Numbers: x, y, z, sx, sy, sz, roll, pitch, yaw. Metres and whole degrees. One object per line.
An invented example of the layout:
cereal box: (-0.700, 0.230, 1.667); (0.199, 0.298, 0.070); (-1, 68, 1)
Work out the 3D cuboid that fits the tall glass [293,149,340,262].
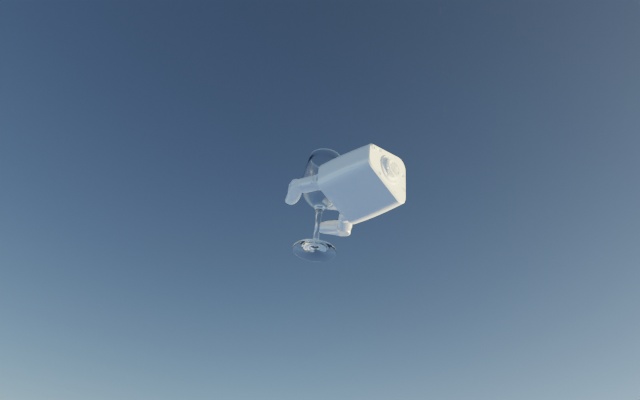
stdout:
tall glass: (0.000, 0.003, 0.850); (0.079, 0.201, 0.079); (4, -35, 3)
